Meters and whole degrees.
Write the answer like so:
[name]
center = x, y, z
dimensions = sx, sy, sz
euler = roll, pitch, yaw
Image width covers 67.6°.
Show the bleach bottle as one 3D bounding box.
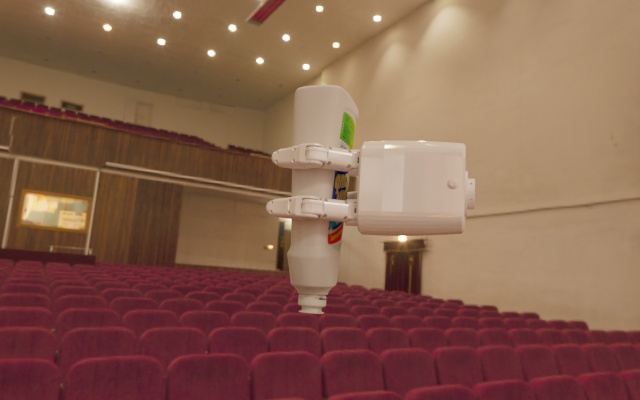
[bleach bottle]
center = 0.000, 0.002, 0.554
dimensions = 0.068, 0.250, 0.102
euler = 1, -10, 16
